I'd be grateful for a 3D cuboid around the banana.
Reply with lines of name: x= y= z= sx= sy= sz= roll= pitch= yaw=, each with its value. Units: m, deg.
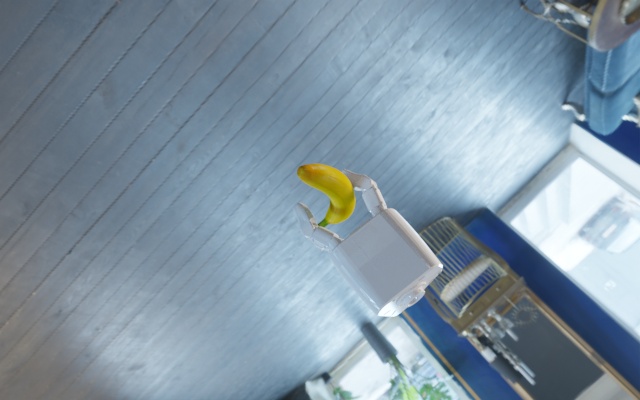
banana: x=0.016 y=-0.006 z=0.683 sx=0.069 sy=0.037 sz=0.198 roll=-33 pitch=-27 yaw=-8
